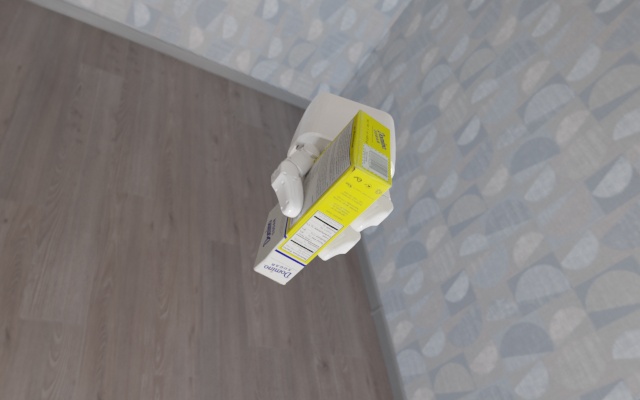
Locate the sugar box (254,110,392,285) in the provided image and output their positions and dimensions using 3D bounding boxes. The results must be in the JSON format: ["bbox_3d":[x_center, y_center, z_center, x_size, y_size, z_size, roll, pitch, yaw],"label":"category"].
[{"bbox_3d":[0.001,0.002,0.483,0.048,0.093,0.176,29,-51,-16],"label":"sugar box"}]
